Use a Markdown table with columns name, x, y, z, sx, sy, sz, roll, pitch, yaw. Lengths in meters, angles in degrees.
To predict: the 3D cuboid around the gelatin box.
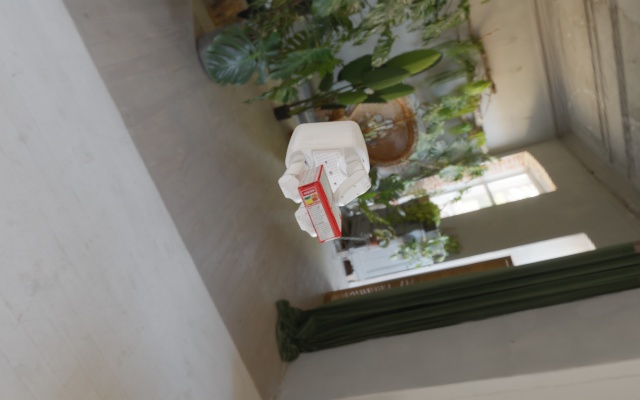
| name | x | y | z | sx | sy | sz | roll | pitch | yaw |
| --- | --- | --- | --- | --- | --- | --- | --- | --- | --- |
| gelatin box | 0.001 | 0.002 | 0.587 | 0.030 | 0.073 | 0.089 | -19 | 15 | 8 |
